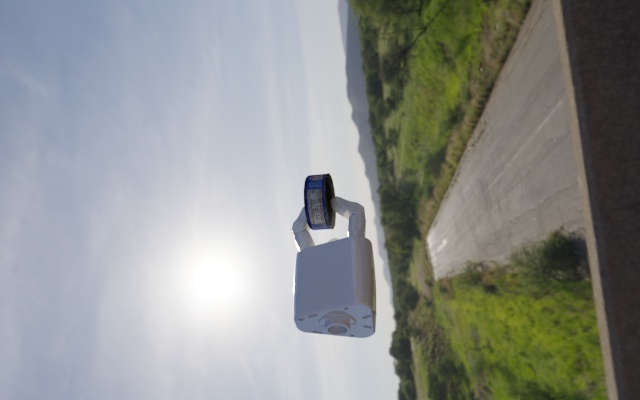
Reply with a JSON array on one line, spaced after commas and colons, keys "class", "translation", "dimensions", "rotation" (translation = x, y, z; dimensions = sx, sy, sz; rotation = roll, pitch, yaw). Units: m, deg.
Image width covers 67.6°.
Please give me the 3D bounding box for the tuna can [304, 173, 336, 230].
[{"class": "tuna can", "translation": [0.000, 0.002, 0.724], "dimensions": [0.034, 0.086, 0.086], "rotation": [-4, -1, 11]}]
